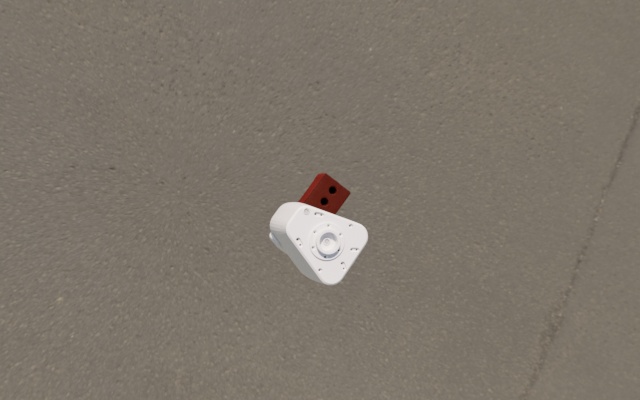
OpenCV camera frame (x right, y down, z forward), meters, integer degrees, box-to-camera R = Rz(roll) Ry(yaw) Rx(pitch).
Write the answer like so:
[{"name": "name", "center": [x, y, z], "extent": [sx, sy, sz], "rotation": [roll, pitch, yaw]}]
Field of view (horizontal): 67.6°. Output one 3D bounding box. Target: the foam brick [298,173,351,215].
[{"name": "foam brick", "center": [0.000, 0.002, 0.751], "extent": [0.053, 0.078, 0.051], "rotation": [37, -10, -12]}]
